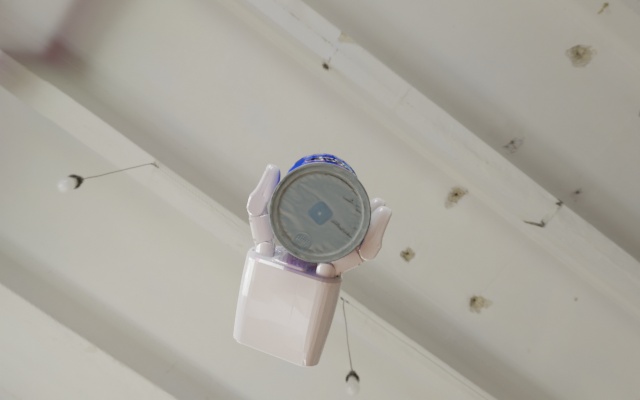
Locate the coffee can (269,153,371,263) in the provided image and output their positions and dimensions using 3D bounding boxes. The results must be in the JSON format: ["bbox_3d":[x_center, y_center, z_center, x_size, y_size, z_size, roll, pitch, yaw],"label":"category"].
[{"bbox_3d":[0.000,0.002,0.544,0.103,0.103,0.140,0,10,1],"label":"coffee can"}]
